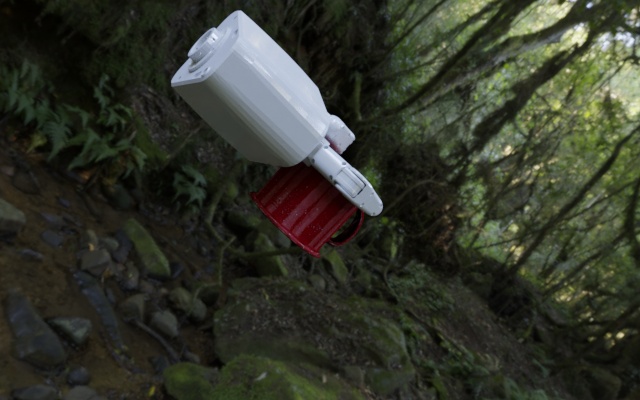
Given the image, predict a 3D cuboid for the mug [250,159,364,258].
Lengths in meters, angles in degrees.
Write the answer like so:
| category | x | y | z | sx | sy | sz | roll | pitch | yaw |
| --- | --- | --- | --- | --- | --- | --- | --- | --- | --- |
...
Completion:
| category | x | y | z | sx | sy | sz | roll | pitch | yaw |
| --- | --- | --- | --- | --- | --- | --- | --- | --- | --- |
| mug | 0.001 | 0.002 | 0.472 | 0.117 | 0.081 | 0.093 | 42 | 3 | -32 |
